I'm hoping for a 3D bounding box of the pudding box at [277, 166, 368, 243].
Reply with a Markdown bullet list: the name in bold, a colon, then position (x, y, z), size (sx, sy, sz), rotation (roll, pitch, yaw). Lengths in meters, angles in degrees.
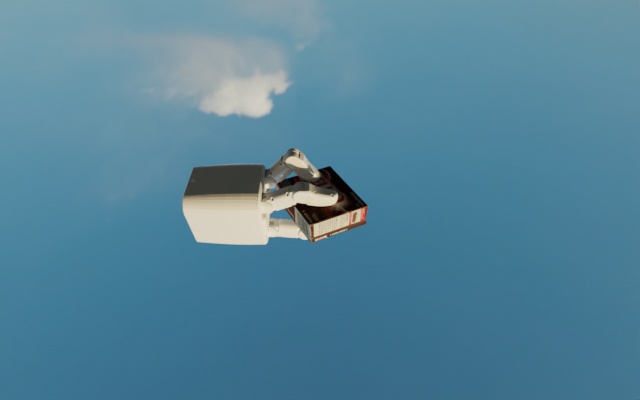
- **pudding box**: position (0.000, 0.002, 0.675), size (0.090, 0.039, 0.113), rotation (-19, 44, -21)
